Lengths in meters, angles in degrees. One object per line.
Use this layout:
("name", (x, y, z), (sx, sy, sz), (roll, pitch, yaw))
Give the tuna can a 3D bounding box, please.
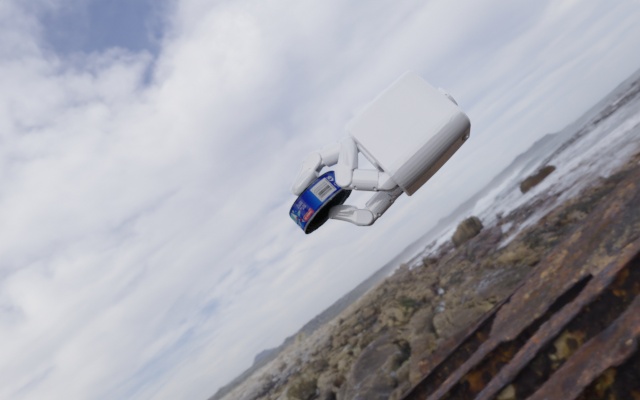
("tuna can", (0.000, 0.002, 0.617), (0.033, 0.086, 0.086), (45, 12, 13))
